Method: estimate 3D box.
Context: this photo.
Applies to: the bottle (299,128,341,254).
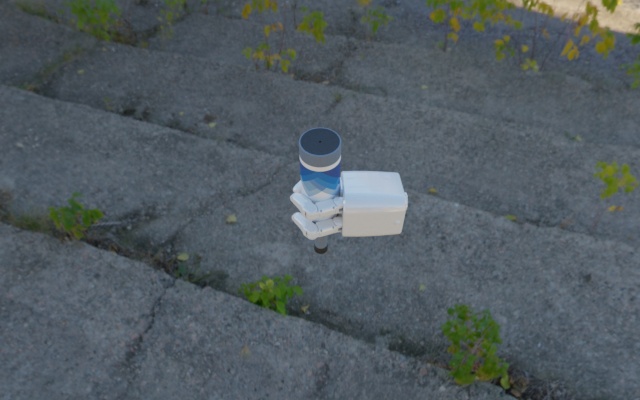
[{"bbox_3d":[0.000,0.003,0.856,0.069,0.069,0.296,0,-40,0],"label":"bottle"}]
